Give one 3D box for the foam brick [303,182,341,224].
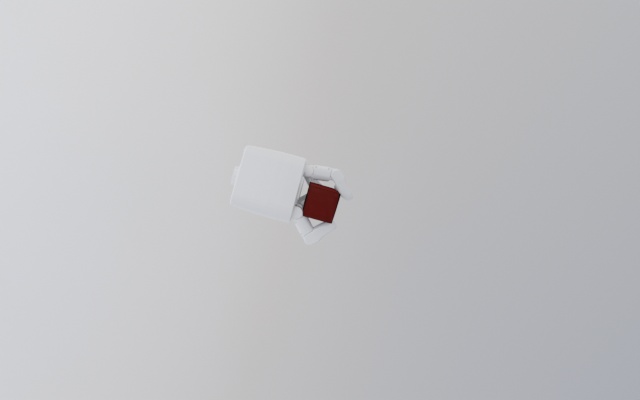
[{"bbox_3d":[0.000,0.003,0.801,0.051,0.053,0.078,16,6,-4],"label":"foam brick"}]
